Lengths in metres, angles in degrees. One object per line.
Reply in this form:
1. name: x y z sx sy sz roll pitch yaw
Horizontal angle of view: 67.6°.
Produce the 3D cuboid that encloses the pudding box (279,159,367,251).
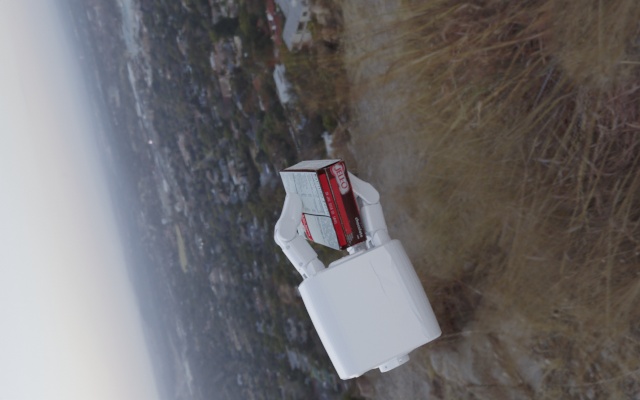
1. pudding box: 0.000 0.002 0.529 0.039 0.090 0.113 -21 12 -24
